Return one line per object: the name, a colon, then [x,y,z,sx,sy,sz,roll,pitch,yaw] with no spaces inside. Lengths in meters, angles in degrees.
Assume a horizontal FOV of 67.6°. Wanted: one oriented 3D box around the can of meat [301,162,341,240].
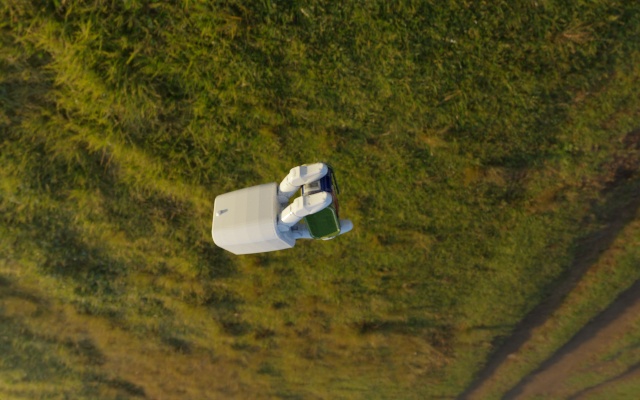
can of meat: [0.000,0.003,0.767,0.057,0.084,0.102,-8,-35,8]
